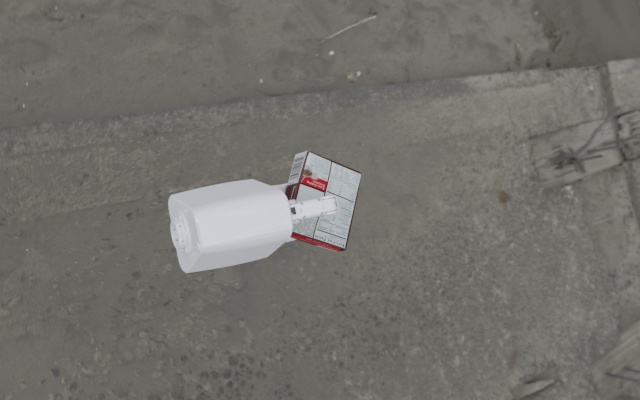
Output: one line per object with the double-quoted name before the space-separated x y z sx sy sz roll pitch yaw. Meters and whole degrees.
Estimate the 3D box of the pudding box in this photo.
"pudding box" 0.000 0.002 0.624 0.090 0.113 0.039 21 -15 -27
